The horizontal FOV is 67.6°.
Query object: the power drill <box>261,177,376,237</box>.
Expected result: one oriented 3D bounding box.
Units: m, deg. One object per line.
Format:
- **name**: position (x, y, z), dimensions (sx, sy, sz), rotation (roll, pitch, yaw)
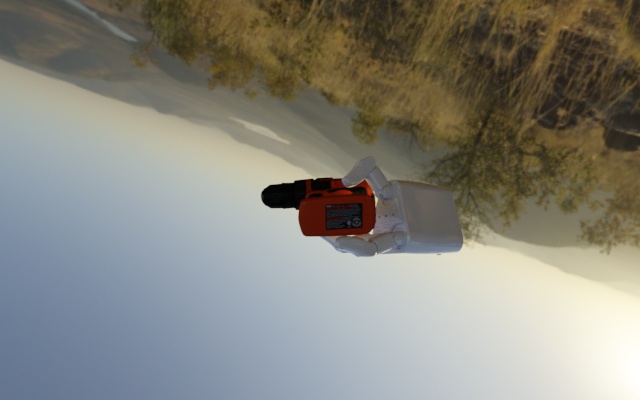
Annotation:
- **power drill**: position (0.000, 0.002, 0.720), dimensions (0.184, 0.057, 0.187), rotation (-5, 14, -4)
